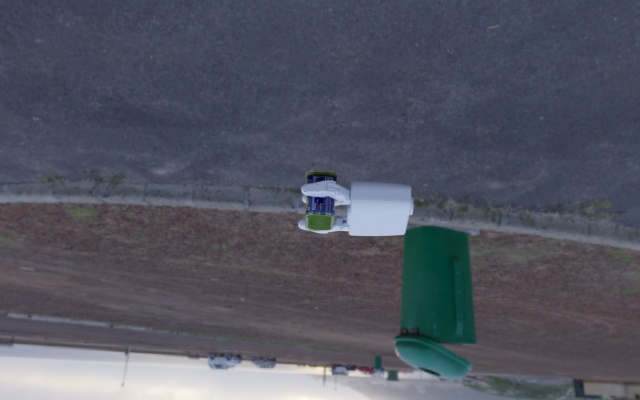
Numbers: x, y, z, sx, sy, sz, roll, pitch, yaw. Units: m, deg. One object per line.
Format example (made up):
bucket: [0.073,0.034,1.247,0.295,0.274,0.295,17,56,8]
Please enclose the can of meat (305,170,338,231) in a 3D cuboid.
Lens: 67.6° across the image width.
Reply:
can of meat: [0.000,0.003,0.871,0.057,0.084,0.102,2,-20,0]
